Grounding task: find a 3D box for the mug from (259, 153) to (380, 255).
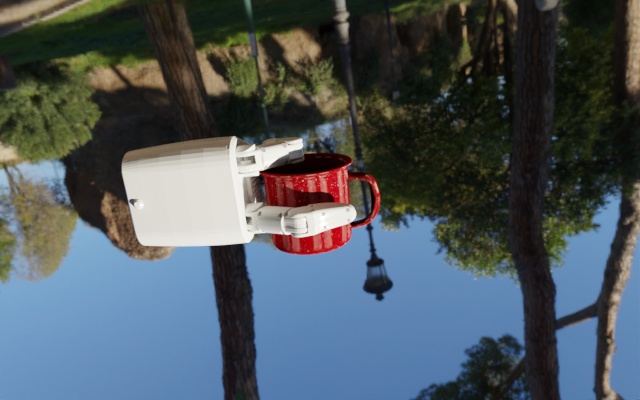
[{"bbox_3d":[0.002,0.002,0.472,0.117,0.081,0.093,-3,17,8],"label":"mug"}]
